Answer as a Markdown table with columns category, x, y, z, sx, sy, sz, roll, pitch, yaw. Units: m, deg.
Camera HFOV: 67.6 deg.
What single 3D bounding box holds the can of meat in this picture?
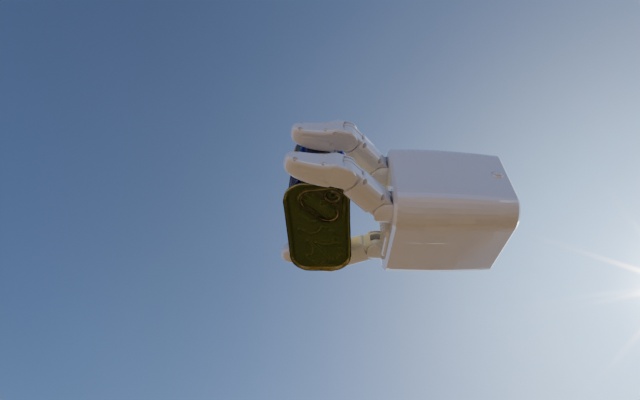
| category | x | y | z | sx | sy | sz | roll | pitch | yaw |
| --- | --- | --- | --- | --- | --- | --- | --- | --- | --- |
| can of meat | 0.000 | 0.001 | 0.455 | 0.057 | 0.102 | 0.084 | -1 | 38 | 4 |
